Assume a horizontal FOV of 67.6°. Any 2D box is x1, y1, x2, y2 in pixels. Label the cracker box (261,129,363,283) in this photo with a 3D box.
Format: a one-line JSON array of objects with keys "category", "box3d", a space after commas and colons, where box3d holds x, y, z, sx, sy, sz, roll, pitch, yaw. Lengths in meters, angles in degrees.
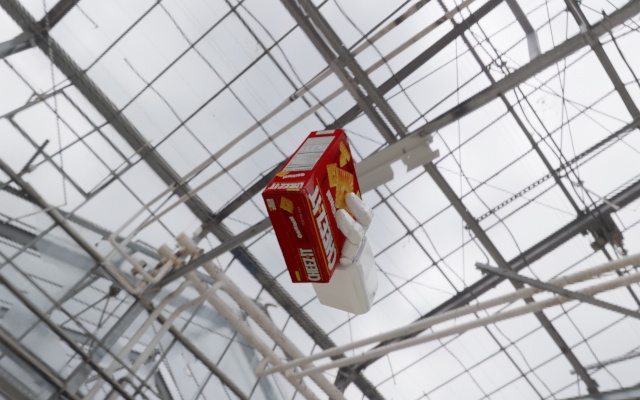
[{"category": "cracker box", "box3d": [0.000, 0.002, 0.765, 0.072, 0.164, 0.213, -3, 30, 23]}]
